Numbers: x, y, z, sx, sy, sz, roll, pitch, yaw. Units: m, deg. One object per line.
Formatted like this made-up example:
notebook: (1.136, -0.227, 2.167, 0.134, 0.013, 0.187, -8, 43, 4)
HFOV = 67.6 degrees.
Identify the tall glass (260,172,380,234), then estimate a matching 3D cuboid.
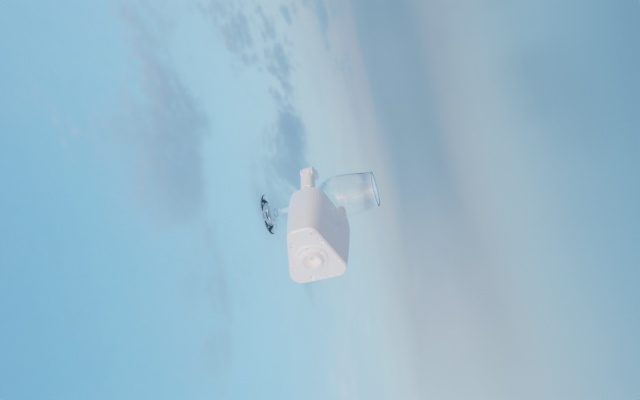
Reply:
tall glass: (-0.001, 0.003, 0.843, 0.201, 0.079, 0.079, -14, -3, 12)
